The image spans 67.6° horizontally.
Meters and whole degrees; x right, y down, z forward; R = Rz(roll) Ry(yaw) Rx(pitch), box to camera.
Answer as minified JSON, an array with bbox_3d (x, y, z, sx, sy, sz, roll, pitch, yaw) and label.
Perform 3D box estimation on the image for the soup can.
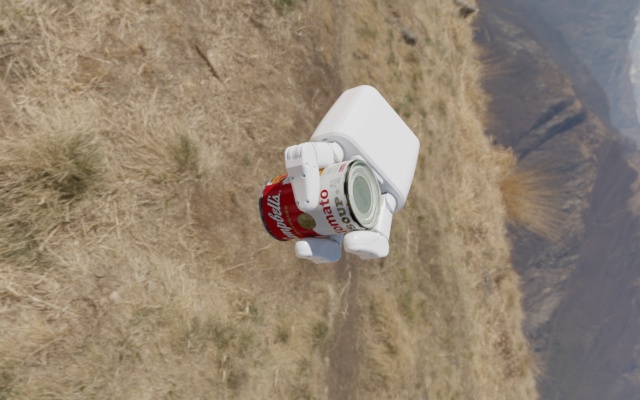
[{"bbox_3d":[0.000,0.002,0.467,0.102,0.068,0.068,-10,-5,33],"label":"soup can"}]
